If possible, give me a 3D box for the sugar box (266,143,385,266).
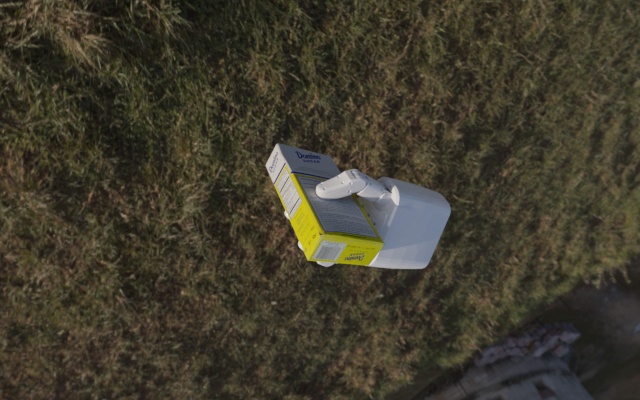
[{"bbox_3d":[0.000,0.002,0.603,0.093,0.048,0.176,11,33,-33],"label":"sugar box"}]
